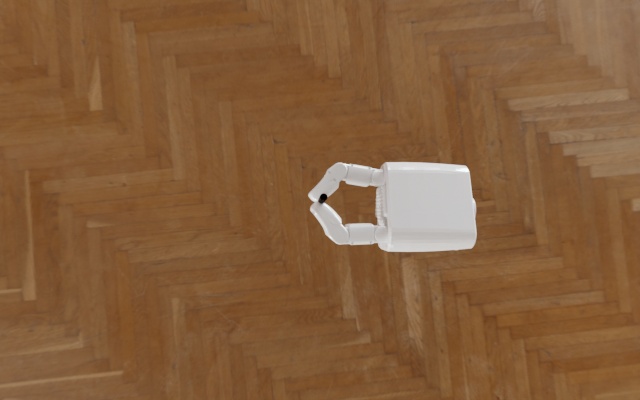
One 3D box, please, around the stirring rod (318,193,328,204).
[{"bbox_3d":[0.000,0.002,0.614,0.011,0.011,0.239,0,-3,-2],"label":"stirring rod"}]
